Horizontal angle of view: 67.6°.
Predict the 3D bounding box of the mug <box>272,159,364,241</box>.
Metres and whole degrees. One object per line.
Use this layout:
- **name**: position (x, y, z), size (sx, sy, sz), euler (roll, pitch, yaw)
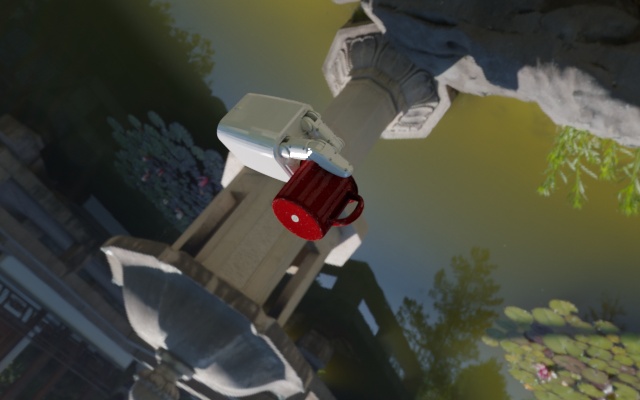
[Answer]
- **mug**: position (0.001, 0.003, 0.623), size (0.117, 0.081, 0.093), euler (20, -34, 28)
